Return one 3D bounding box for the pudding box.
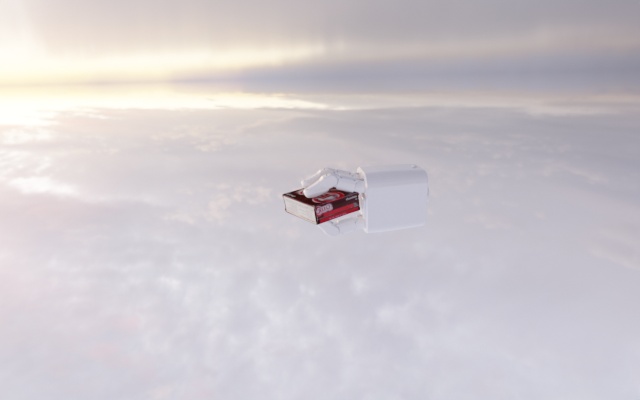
[{"bbox_3d":[0.000,0.003,0.820,0.090,0.039,0.113,-17,17,-29],"label":"pudding box"}]
